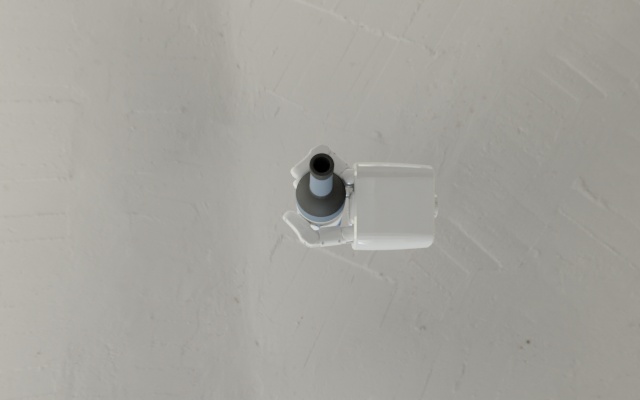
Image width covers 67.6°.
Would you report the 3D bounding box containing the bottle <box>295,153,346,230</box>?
[{"bbox_3d":[0.000,0.002,0.656,0.069,0.069,0.296,0,-16,-1],"label":"bottle"}]
